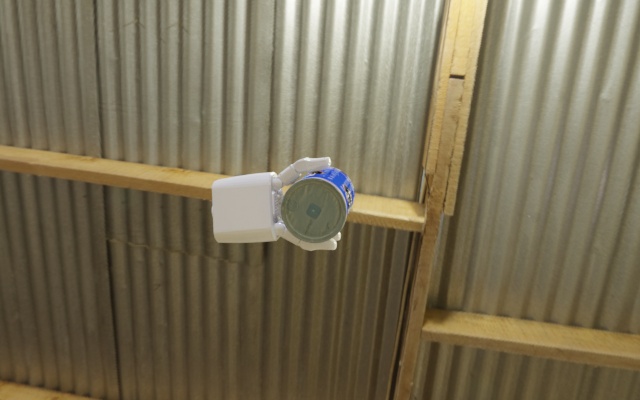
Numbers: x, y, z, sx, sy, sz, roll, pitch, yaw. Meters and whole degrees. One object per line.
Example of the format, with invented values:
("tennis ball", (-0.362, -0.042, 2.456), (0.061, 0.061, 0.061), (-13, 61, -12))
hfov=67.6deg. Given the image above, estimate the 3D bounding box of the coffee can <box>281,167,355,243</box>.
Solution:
("coffee can", (0.000, 0.003, 0.794), (0.103, 0.103, 0.140), (0, 11, 10))
